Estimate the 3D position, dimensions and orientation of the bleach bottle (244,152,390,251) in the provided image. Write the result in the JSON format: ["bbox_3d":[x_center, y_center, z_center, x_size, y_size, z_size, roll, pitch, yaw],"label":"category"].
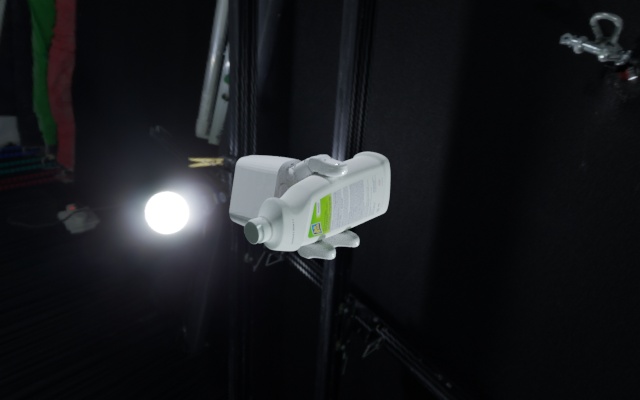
[{"bbox_3d":[0.000,0.002,0.663,0.068,0.102,0.251,13,22,40],"label":"bleach bottle"}]
